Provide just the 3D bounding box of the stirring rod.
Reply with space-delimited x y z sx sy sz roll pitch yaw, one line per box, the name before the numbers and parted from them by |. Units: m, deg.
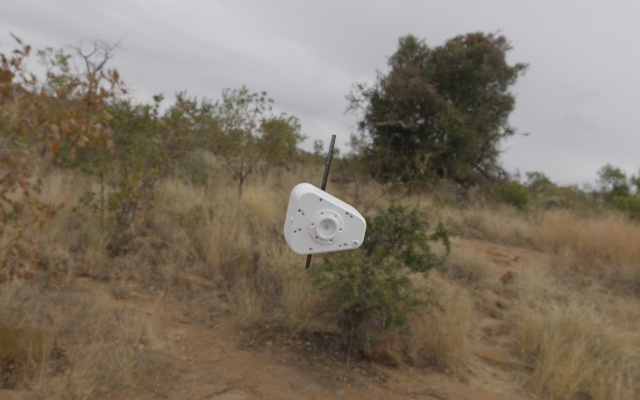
stirring rod | 0.000 0.003 0.841 0.011 0.239 0.011 11 5 -1
